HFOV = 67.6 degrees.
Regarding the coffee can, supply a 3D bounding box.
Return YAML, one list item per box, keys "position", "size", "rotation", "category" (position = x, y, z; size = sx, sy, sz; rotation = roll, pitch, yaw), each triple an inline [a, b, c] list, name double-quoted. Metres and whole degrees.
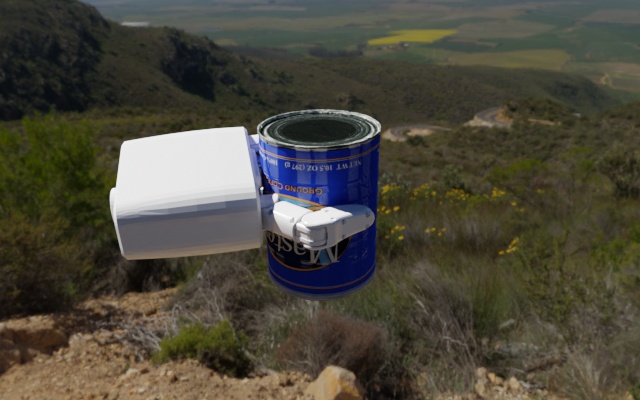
- position: [0.000, 0.002, 0.423]
  size: [0.103, 0.140, 0.102]
  rotation: [-1, 26, 0]
  category: "coffee can"
